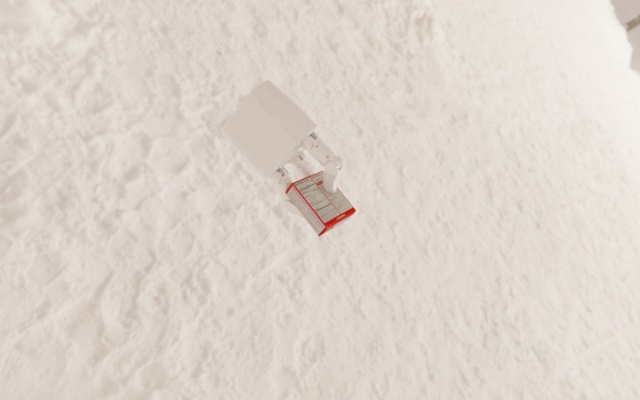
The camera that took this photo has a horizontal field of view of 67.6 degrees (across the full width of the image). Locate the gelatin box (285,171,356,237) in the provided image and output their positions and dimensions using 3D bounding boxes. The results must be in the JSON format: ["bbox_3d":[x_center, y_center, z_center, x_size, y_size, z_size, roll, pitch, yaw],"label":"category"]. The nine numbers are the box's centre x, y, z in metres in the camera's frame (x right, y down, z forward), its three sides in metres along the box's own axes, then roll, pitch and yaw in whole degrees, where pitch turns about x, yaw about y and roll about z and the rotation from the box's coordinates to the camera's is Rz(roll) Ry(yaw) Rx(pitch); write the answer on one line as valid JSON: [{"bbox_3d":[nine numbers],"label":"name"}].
[{"bbox_3d":[0.001,0.002,0.735,0.073,0.089,0.030,-27,-18,-44],"label":"gelatin box"}]
